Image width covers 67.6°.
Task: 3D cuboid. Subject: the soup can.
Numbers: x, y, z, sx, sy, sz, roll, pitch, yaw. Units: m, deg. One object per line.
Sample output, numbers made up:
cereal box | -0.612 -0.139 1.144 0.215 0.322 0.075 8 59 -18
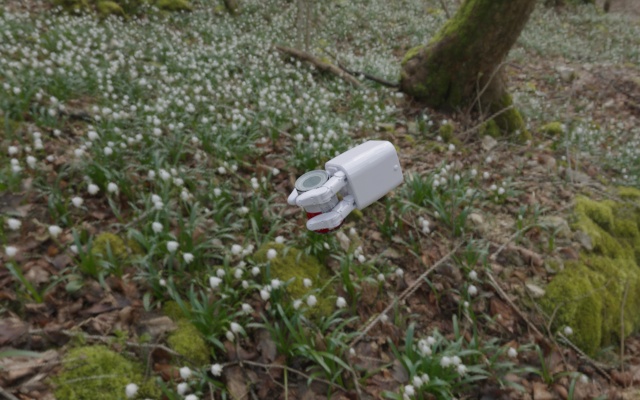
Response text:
soup can | 0.000 0.003 0.887 0.068 0.102 0.068 -15 33 10
